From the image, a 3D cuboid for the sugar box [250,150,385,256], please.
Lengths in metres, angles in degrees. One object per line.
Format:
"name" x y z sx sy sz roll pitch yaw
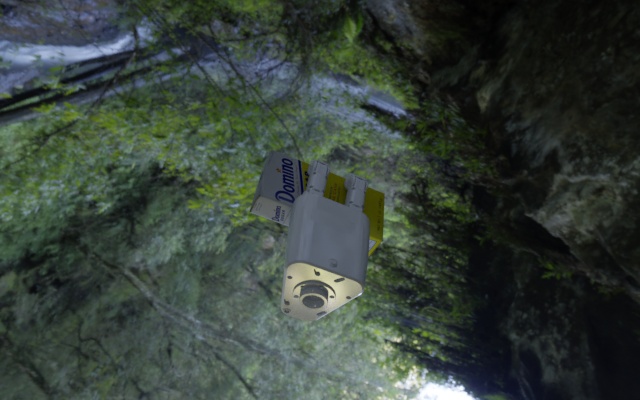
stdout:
"sugar box" 0.000 0.002 0.653 0.176 0.093 0.048 22 -46 -13
